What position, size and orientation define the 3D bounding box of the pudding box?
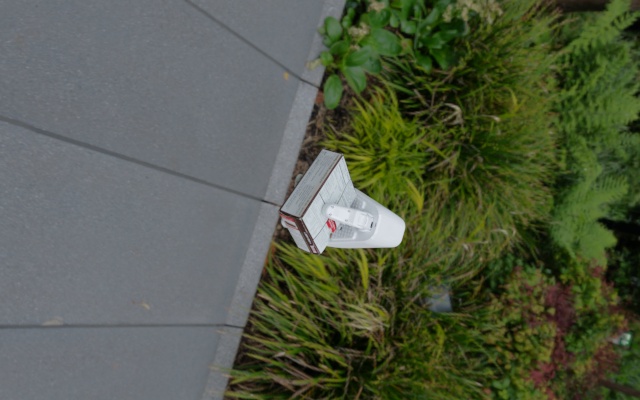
[{"bbox_3d":[0.000,0.002,0.629,0.039,0.113,0.090,16,-30,30],"label":"pudding box"}]
